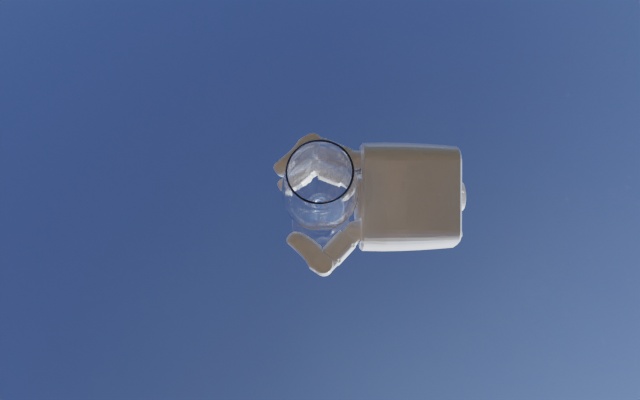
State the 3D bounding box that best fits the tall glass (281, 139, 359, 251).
[{"bbox_3d":[0.000,0.002,0.519,0.079,0.079,0.201,0,-16,1],"label":"tall glass"}]
